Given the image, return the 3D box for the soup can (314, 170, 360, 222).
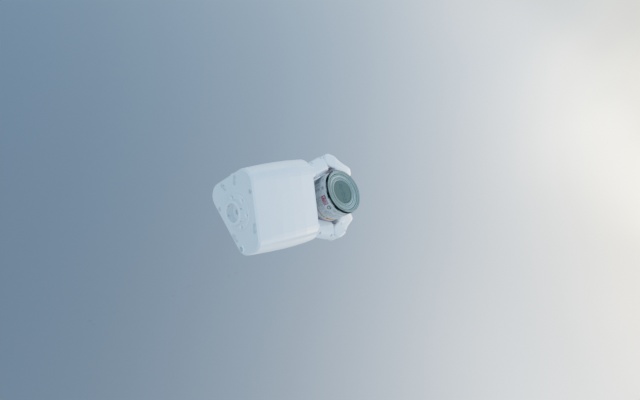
[{"bbox_3d":[0.001,0.002,0.715,0.068,0.068,0.102,0,-19,-45],"label":"soup can"}]
